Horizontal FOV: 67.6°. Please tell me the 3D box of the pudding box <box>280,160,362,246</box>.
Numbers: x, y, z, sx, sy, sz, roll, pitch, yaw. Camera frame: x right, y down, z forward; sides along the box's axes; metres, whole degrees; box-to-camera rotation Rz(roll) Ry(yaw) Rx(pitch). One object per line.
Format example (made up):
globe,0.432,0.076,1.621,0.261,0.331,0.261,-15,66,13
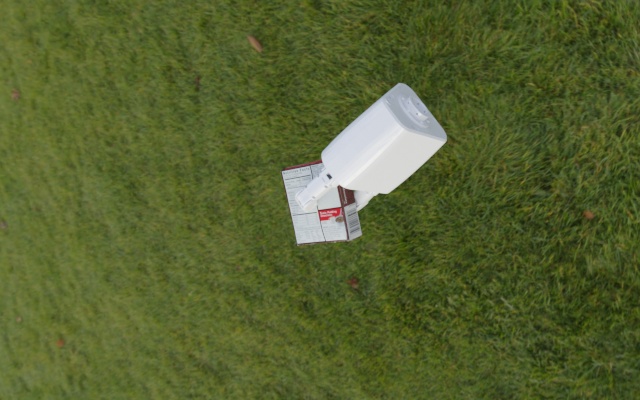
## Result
pudding box,0.000,0.002,0.655,0.090,0.113,0.039,-8,5,35
